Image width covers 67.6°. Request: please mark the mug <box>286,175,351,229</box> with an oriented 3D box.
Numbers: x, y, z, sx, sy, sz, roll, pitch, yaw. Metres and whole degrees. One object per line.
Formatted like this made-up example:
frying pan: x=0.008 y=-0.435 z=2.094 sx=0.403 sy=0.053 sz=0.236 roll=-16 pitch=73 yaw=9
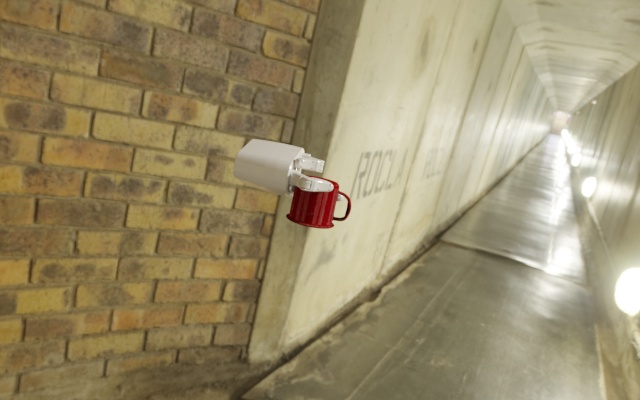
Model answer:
mug: x=0.002 y=0.003 z=0.892 sx=0.117 sy=0.081 sz=0.093 roll=13 pitch=11 yaw=5
